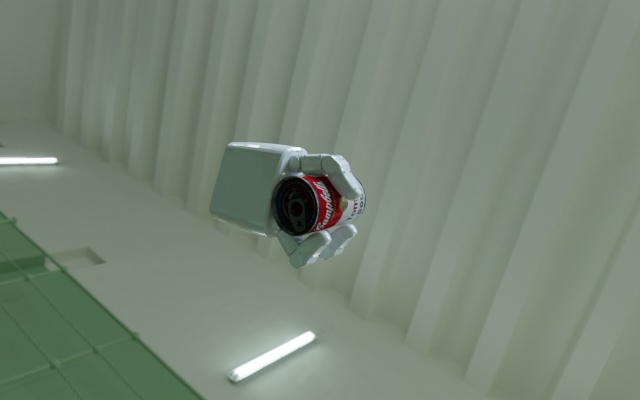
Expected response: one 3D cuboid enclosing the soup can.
[{"bbox_3d":[0.001,0.002,0.570,0.068,0.068,0.102,0,5,37],"label":"soup can"}]
